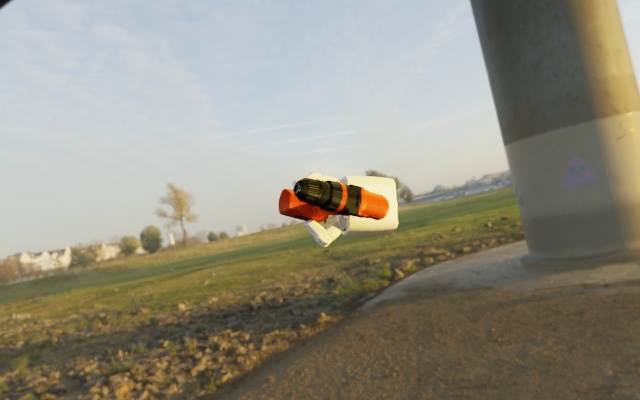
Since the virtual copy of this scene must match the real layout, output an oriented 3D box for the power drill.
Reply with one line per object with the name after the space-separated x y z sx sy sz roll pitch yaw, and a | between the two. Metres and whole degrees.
0.000 0.003 0.851 0.184 0.057 0.187 15 -10 -31 | power drill
